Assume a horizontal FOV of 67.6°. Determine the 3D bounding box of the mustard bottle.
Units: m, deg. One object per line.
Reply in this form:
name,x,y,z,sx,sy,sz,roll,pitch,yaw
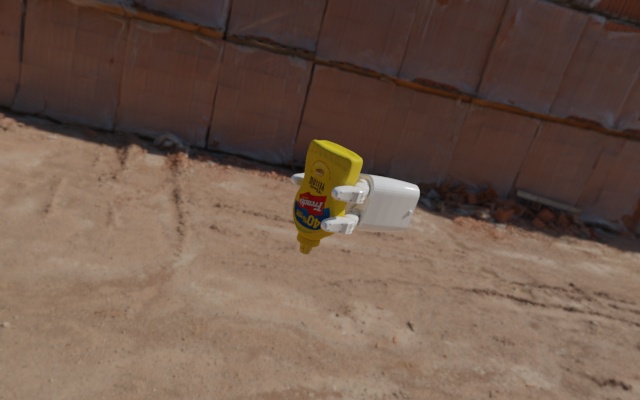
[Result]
mustard bottle,0.000,0.002,0.795,0.096,0.192,0.058,30,22,34
